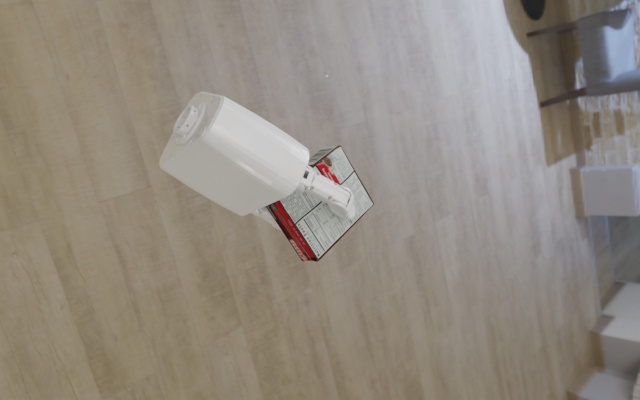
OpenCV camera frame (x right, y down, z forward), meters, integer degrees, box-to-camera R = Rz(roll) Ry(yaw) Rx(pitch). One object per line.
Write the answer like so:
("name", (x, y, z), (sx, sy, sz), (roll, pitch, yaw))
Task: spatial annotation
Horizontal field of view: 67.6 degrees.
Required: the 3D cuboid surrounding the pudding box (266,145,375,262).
("pudding box", (0.000, 0.002, 0.550), (0.113, 0.090, 0.039), (-41, 21, -29))
